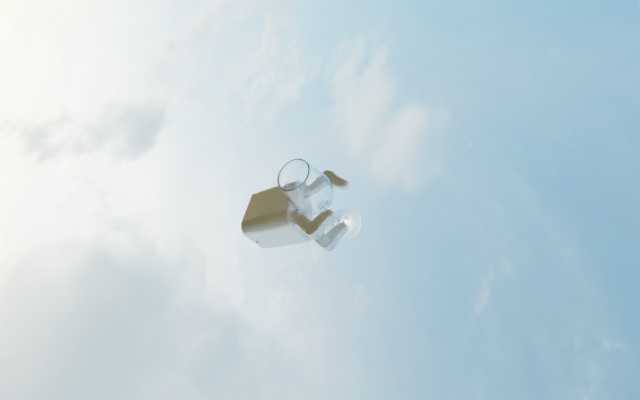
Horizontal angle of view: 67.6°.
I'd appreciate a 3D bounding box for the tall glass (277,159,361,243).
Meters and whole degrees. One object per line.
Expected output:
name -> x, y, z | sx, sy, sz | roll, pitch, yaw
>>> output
tall glass -> 0.001, 0.003, 0.862 | 0.079, 0.079, 0.201 | 0, -27, 31
